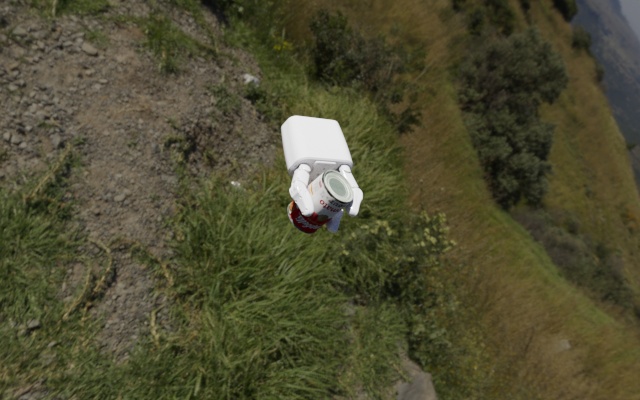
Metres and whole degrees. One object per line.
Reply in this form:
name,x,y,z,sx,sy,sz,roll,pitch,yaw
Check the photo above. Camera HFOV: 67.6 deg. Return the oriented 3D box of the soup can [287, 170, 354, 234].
soup can,0.000,0.003,0.814,0.068,0.068,0.102,0,-32,-46
